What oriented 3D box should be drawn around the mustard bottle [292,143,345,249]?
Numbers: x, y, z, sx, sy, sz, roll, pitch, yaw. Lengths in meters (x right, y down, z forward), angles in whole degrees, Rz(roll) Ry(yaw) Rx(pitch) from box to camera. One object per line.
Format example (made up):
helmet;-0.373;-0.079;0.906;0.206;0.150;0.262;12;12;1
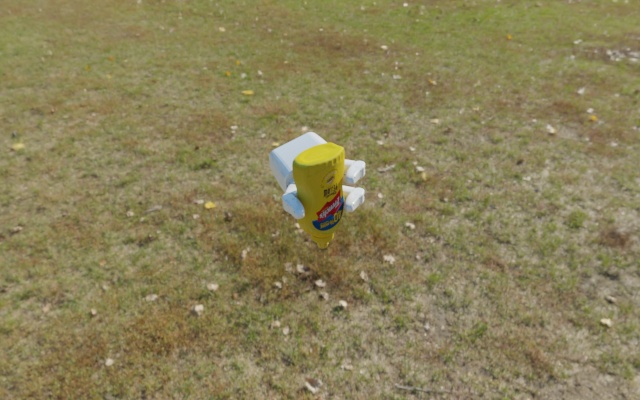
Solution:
mustard bottle;0.000;0.003;0.826;0.058;0.192;0.096;26;42;36
